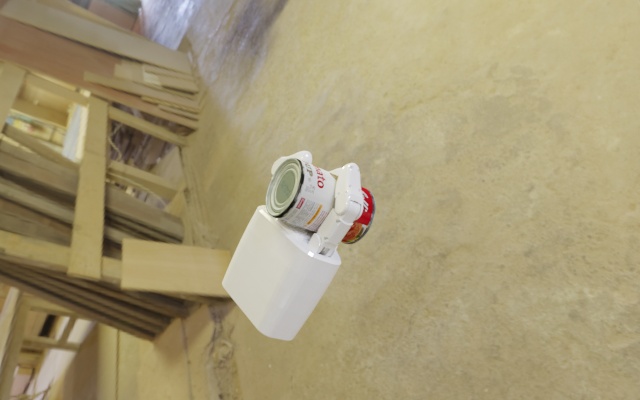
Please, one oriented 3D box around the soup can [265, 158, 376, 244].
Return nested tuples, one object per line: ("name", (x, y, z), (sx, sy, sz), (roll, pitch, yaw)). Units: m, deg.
("soup can", (0.000, 0.001, 0.520), (0.102, 0.068, 0.068), (22, -12, -32))
